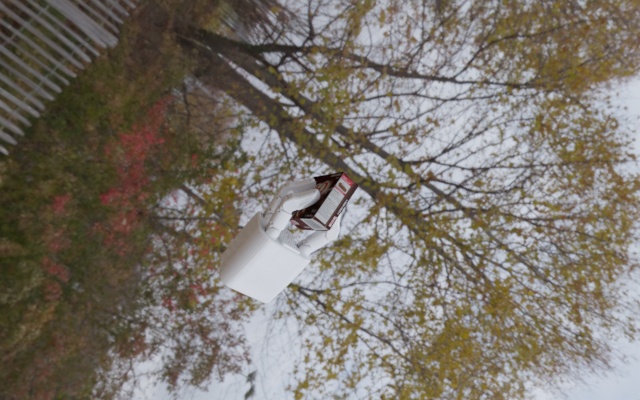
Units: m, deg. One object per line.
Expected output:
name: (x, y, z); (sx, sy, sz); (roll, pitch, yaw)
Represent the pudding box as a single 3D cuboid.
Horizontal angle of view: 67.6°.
pudding box: (0.000, 0.003, 0.755); (0.039, 0.090, 0.113); (40, -17, -21)
